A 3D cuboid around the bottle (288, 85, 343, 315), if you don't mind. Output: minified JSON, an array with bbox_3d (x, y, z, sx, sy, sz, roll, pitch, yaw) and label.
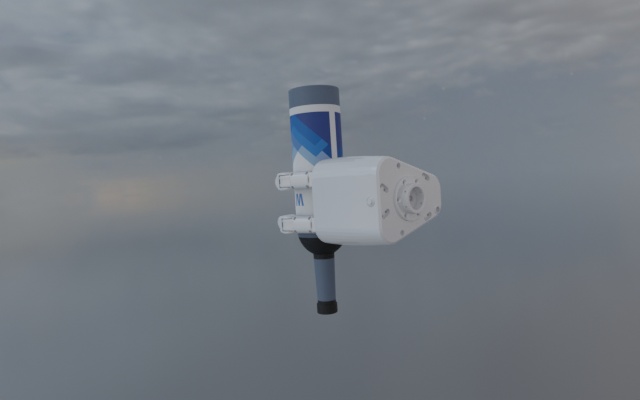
[{"bbox_3d":[0.000,0.002,0.631,0.069,0.296,0.069,-4,2,0],"label":"bottle"}]
